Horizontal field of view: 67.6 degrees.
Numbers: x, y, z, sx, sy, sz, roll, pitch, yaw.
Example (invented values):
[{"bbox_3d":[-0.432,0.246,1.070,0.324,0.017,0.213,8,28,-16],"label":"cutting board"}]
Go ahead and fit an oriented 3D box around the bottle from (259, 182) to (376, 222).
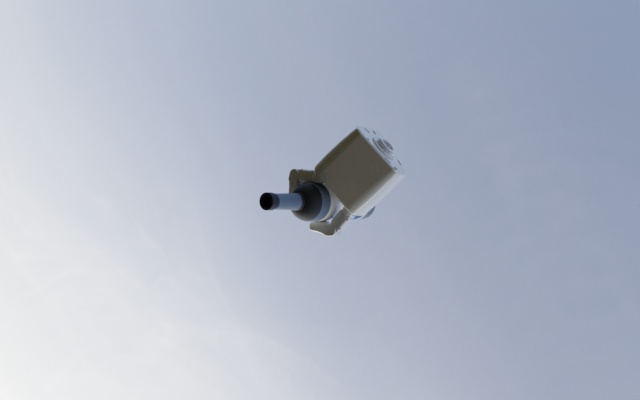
[{"bbox_3d":[0.000,0.003,0.834,0.069,0.069,0.296,0,-1,34],"label":"bottle"}]
